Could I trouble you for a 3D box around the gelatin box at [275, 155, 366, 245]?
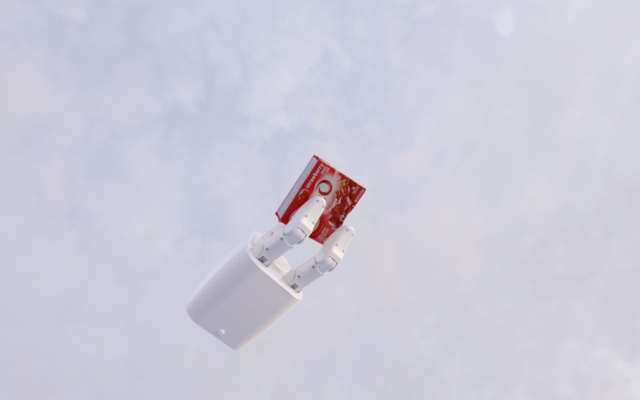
[{"bbox_3d":[0.000,0.001,0.573,0.073,0.089,0.030,31,8,-23],"label":"gelatin box"}]
